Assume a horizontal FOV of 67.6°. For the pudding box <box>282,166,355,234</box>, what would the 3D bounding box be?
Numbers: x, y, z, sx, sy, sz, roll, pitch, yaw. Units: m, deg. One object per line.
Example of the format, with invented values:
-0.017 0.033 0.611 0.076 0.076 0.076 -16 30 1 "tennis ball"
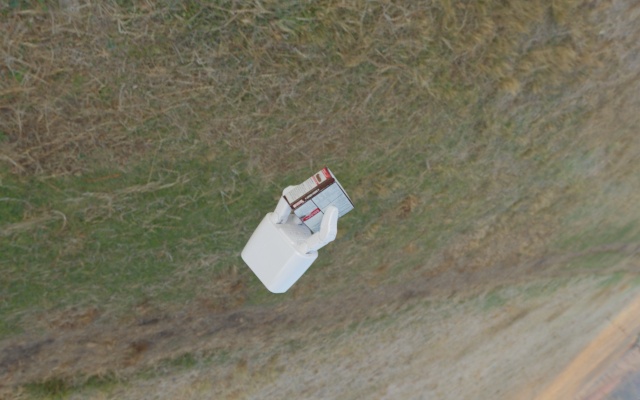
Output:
0.000 0.003 0.816 0.090 0.039 0.113 -35 -31 3 "pudding box"
